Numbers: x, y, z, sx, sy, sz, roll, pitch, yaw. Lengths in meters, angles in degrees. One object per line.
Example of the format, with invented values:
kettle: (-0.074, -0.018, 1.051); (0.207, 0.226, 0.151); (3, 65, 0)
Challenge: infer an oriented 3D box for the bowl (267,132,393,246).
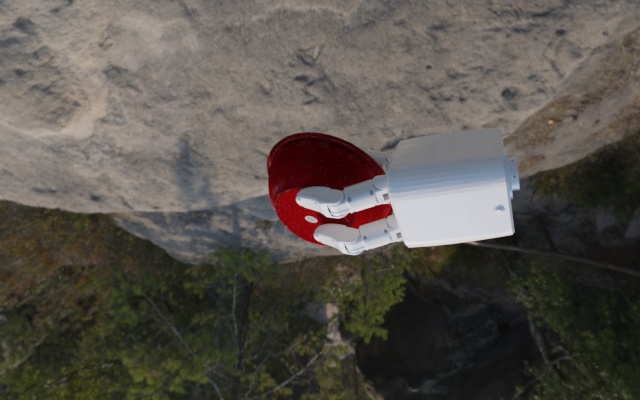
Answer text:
bowl: (-0.001, 0.002, 0.551); (0.162, 0.162, 0.055); (0, 44, 31)
